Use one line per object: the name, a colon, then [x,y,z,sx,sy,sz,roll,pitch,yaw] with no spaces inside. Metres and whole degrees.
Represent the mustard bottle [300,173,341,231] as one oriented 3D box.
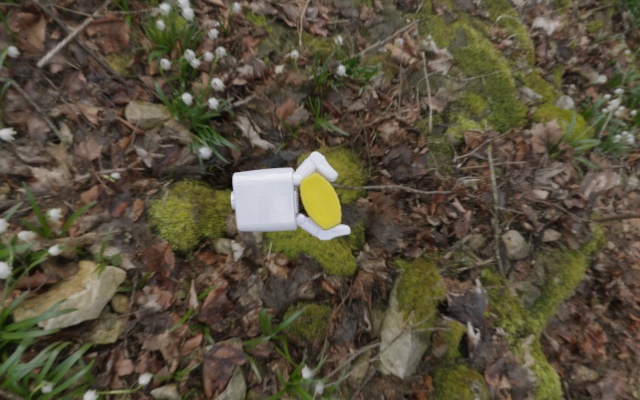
mustard bottle: [0.000,0.003,0.872,0.058,0.096,0.191,-27,-1,0]
